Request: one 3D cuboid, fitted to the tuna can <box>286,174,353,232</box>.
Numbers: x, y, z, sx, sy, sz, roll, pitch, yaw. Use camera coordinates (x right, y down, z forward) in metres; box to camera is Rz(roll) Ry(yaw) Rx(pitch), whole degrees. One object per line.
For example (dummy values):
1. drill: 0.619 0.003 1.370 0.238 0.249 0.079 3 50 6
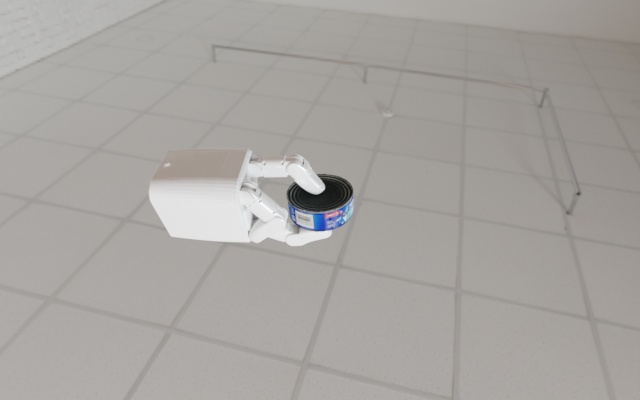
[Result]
1. tuna can: 0.000 0.002 0.619 0.086 0.034 0.086 -3 36 2
